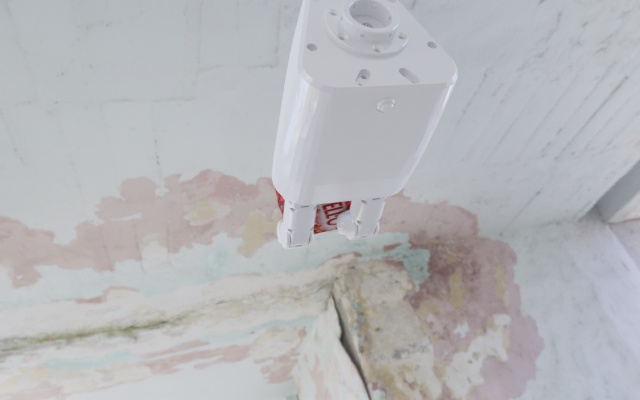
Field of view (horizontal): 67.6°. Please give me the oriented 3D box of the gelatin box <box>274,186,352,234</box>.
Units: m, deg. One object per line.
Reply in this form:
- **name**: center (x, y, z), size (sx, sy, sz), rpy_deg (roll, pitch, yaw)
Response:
- **gelatin box**: center (0.000, 0.001, 0.423), size (0.073, 0.030, 0.089), rpy_deg (-13, -25, -4)
